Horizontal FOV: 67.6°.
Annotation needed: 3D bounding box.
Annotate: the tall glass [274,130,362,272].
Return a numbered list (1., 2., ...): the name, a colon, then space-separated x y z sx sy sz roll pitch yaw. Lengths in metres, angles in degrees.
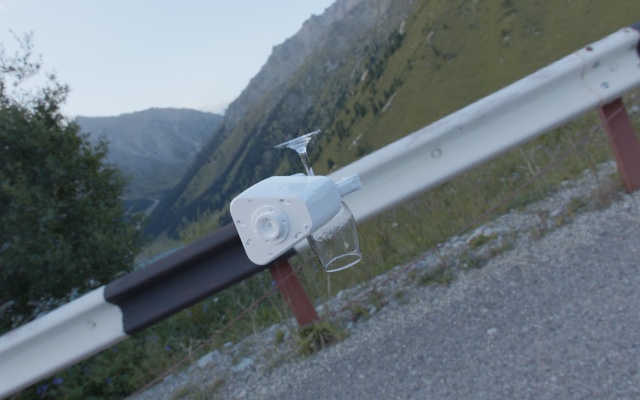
1. tall glass: 0.000 0.002 0.711 0.079 0.201 0.079 -20 7 3
